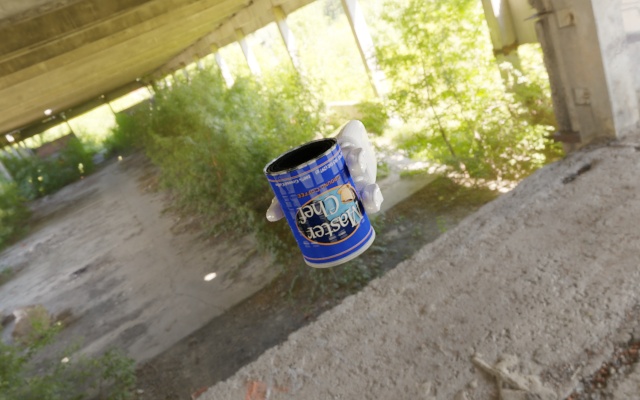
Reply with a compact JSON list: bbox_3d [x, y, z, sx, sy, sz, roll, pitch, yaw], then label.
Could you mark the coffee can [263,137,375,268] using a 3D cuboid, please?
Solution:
[{"bbox_3d":[0.000,0.002,0.627,0.103,0.140,0.102,-21,20,8],"label":"coffee can"}]
